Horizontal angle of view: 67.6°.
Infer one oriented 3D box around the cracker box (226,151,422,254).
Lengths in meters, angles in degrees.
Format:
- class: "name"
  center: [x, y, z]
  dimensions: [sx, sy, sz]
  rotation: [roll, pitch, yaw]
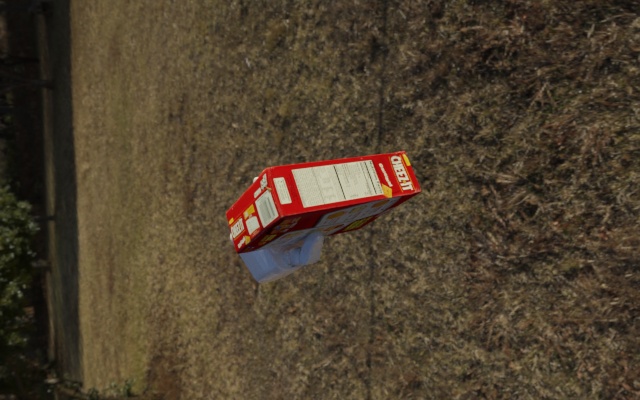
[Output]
- class: "cracker box"
  center: [0.000, 0.002, 0.650]
  dimensions: [0.213, 0.072, 0.164]
  rotation: [-10, -16, -31]
